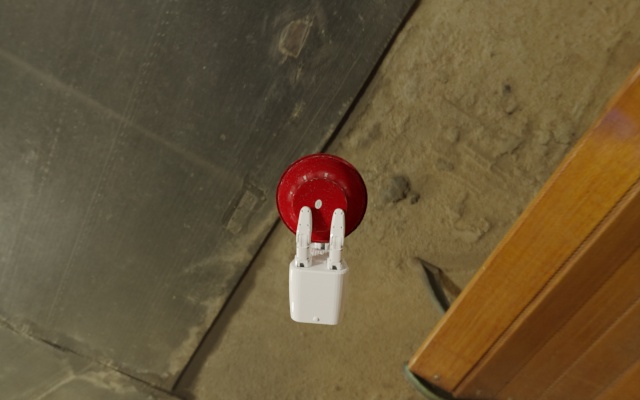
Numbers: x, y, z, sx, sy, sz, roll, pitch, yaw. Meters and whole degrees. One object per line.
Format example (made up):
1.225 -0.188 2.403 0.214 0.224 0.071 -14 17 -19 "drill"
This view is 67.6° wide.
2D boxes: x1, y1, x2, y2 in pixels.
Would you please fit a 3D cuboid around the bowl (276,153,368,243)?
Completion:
0.000 0.001 0.810 0.162 0.162 0.055 0 11 4 "bowl"
